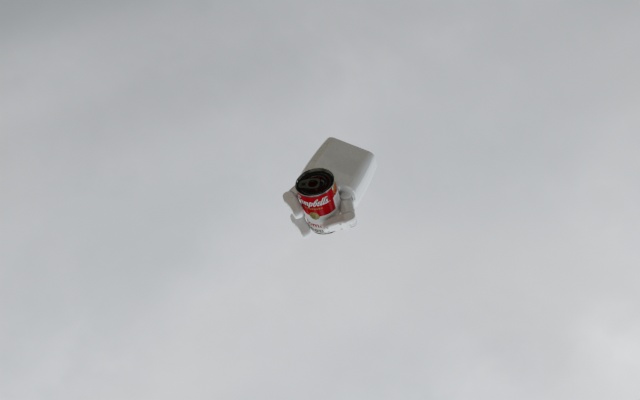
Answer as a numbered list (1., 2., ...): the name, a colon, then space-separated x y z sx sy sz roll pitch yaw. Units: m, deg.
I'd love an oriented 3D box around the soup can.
1. soup can: 0.000 0.003 0.836 0.068 0.068 0.102 0 -43 16
